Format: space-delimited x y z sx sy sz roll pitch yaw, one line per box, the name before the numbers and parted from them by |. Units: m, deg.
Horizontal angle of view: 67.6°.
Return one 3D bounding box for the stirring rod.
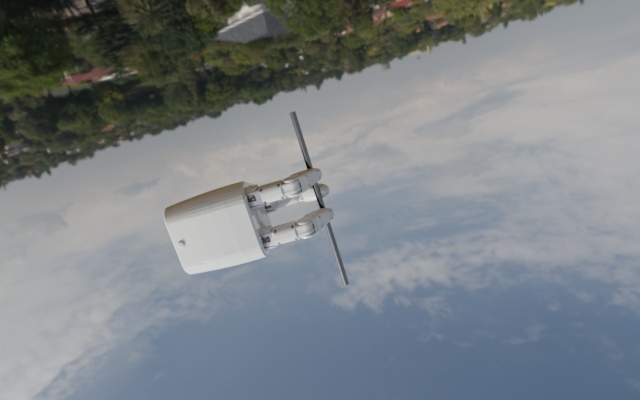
stirring rod | 0.000 0.002 0.620 0.011 0.239 0.011 -16 14 4
